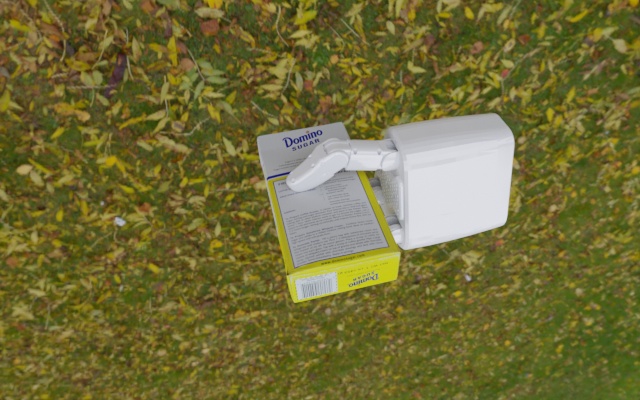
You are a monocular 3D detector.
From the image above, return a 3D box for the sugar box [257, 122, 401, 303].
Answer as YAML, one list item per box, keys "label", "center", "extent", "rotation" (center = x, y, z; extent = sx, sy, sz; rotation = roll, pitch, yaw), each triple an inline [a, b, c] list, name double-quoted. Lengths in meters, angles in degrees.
- label: "sugar box"
  center: [0.000, 0.002, 0.443]
  extent: [0.093, 0.048, 0.176]
  rotation: [-11, 45, -7]
